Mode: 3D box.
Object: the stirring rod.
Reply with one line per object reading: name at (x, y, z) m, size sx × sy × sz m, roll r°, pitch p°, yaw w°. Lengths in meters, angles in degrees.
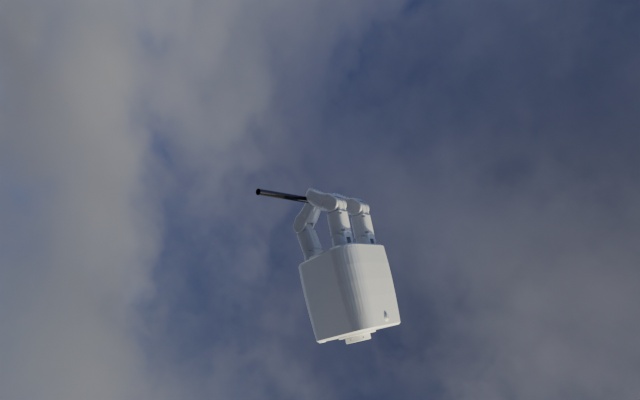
stirring rod at (0.000, 0.002, 0.662) m, size 0.011 × 0.011 × 0.239 m, roll 0°, pitch -6°, yaw 38°
